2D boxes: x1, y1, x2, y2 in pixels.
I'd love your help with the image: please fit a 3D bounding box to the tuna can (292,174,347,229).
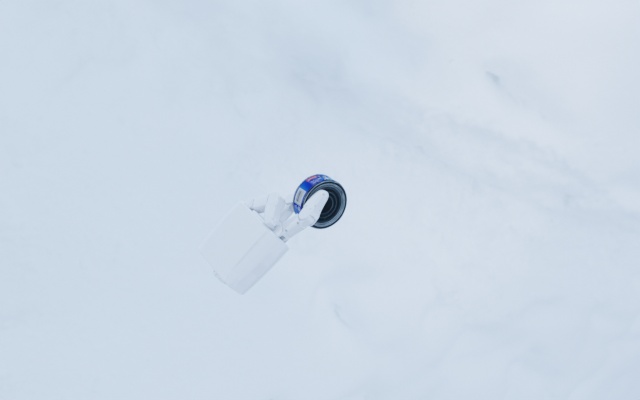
[{"bbox_3d":[0.000,0.003,0.773,0.086,0.086,0.033,0,19,-32],"label":"tuna can"}]
